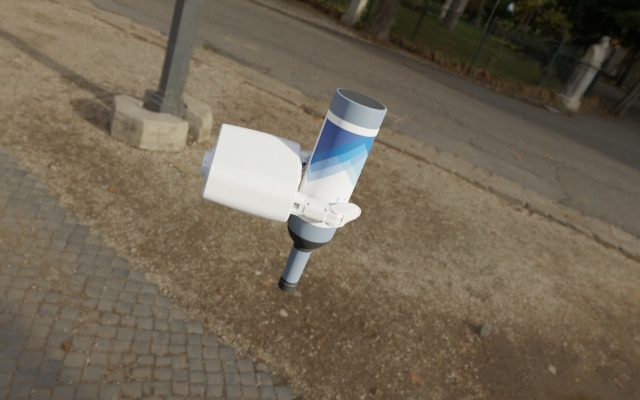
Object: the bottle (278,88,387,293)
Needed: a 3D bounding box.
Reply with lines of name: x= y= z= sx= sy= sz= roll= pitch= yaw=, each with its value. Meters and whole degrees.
bottle: x=0.000 y=0.002 z=0.637 sx=0.069 sy=0.296 sz=0.069 roll=18 pitch=25 yaw=-9
